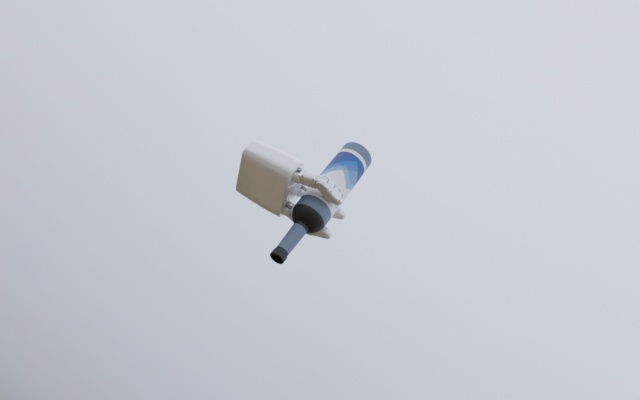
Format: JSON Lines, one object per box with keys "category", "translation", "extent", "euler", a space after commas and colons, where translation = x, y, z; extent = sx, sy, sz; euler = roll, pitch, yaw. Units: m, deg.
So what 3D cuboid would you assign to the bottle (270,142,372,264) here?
{"category": "bottle", "translation": [0.000, 0.003, 0.880], "extent": [0.069, 0.069, 0.295], "euler": [0, 40, 41]}
